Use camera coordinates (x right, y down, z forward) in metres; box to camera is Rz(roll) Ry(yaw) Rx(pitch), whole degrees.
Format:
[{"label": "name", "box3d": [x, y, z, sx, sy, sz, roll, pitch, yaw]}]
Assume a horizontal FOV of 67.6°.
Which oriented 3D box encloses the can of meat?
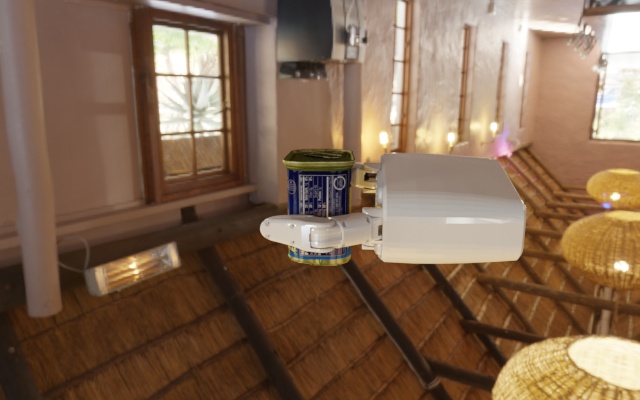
[{"label": "can of meat", "box3d": [0.000, 0.002, 0.415, 0.057, 0.084, 0.102, 0, 12, 2]}]
